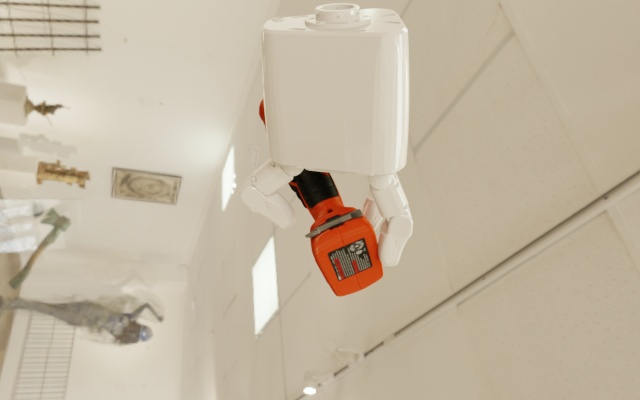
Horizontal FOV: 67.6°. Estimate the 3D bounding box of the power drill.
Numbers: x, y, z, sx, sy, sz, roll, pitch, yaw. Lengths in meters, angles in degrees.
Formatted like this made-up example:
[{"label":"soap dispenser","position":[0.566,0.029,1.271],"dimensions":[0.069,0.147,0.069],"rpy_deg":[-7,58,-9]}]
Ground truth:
[{"label":"power drill","position":[0.000,0.002,0.493],"dimensions":[0.057,0.187,0.185],"rpy_deg":[-26,-38,-1]}]
